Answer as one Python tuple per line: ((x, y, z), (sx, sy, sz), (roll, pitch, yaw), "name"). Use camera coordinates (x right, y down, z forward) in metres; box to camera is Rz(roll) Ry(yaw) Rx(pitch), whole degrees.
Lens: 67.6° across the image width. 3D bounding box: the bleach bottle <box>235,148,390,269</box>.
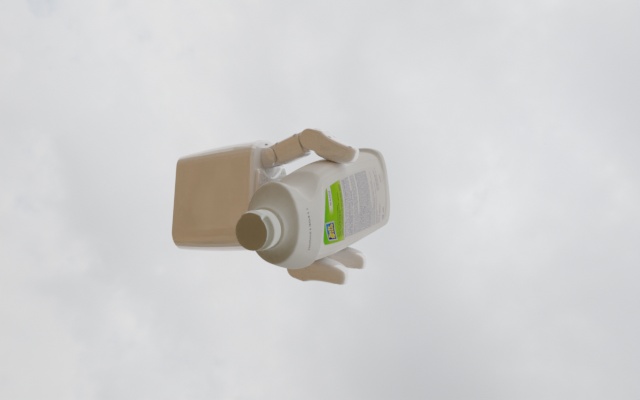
((0.000, 0.002, 0.464), (0.068, 0.102, 0.251), (-7, 3, 25), "bleach bottle")
